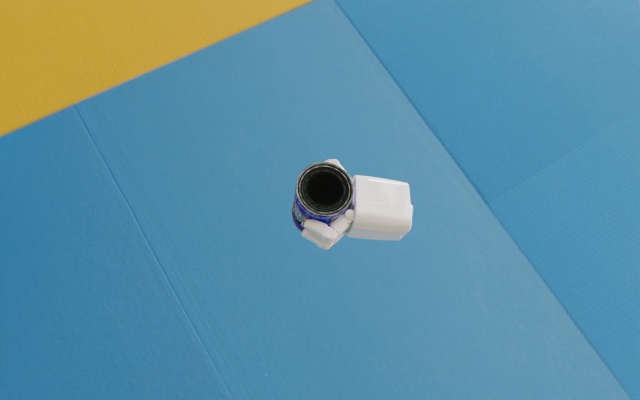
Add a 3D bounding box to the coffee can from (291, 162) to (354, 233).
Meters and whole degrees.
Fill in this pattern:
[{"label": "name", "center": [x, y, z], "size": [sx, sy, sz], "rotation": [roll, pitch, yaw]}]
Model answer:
[{"label": "coffee can", "center": [0.000, 0.003, 0.900], "size": [0.103, 0.102, 0.140], "rotation": [0, -20, -7]}]
